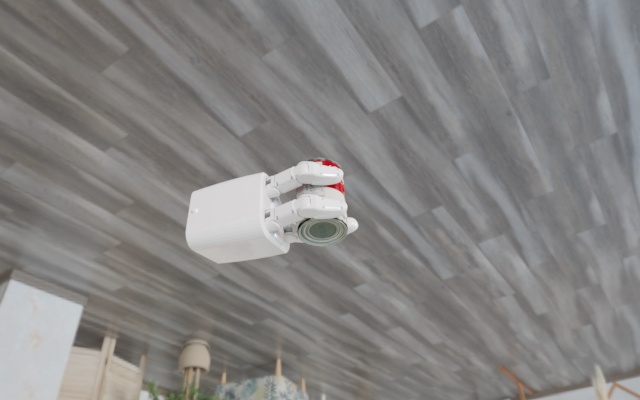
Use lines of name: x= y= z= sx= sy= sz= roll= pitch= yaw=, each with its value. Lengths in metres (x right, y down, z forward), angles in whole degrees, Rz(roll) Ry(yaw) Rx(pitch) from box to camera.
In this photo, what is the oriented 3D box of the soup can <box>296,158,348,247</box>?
soup can: x=0.001 y=0.002 z=0.643 sx=0.068 sy=0.102 sz=0.069 roll=-2 pitch=-39 yaw=-2
